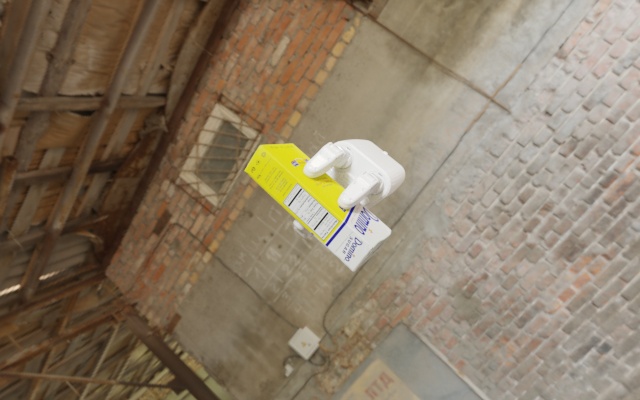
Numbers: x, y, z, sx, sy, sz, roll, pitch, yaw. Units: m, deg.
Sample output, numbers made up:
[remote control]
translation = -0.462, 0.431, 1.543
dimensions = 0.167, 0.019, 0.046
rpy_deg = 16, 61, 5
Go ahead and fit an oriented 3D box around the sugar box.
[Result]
[sugar box]
translation = 0.000, 0.001, 0.575
dimensions = 0.176, 0.048, 0.093
rpy_deg = 39, 20, 12
